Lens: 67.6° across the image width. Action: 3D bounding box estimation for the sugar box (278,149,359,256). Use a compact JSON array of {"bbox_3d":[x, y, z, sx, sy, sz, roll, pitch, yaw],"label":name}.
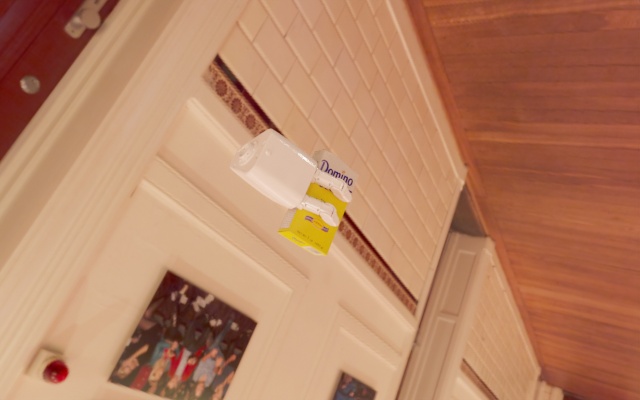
[{"bbox_3d":[0.000,0.003,0.871,0.093,0.176,0.048,35,-23,-28],"label":"sugar box"}]
